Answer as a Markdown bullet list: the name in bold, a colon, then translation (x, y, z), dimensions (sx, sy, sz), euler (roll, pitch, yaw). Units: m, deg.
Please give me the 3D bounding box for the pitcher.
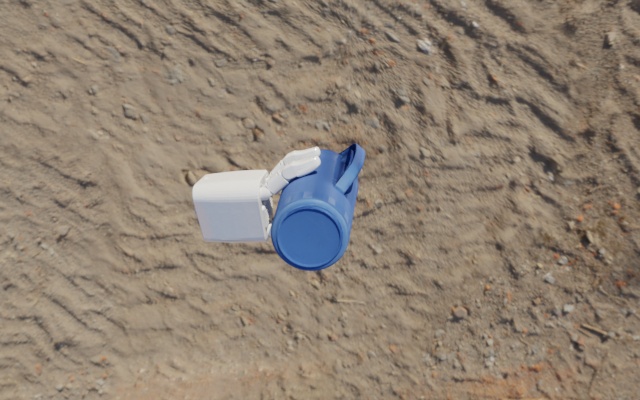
- **pitcher**: translation (0.000, 0.003, 0.749), dimensions (0.145, 0.149, 0.242), euler (-2, 19, 5)
